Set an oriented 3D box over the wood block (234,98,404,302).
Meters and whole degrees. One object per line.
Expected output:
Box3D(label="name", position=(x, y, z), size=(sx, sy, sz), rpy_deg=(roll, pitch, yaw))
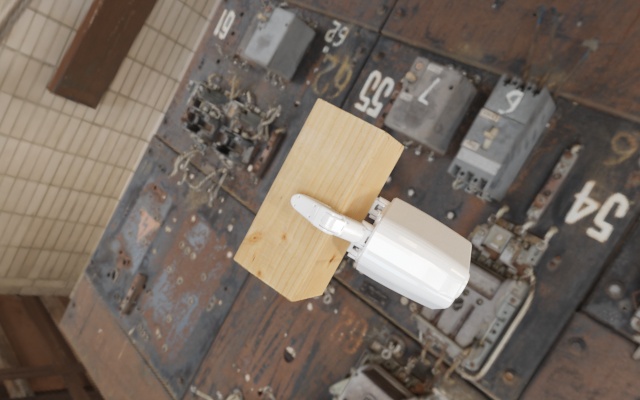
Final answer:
Box3D(label="wood block", position=(0.000, 0.002, 0.553), size=(0.090, 0.206, 0.091), rpy_deg=(31, 7, 22))
